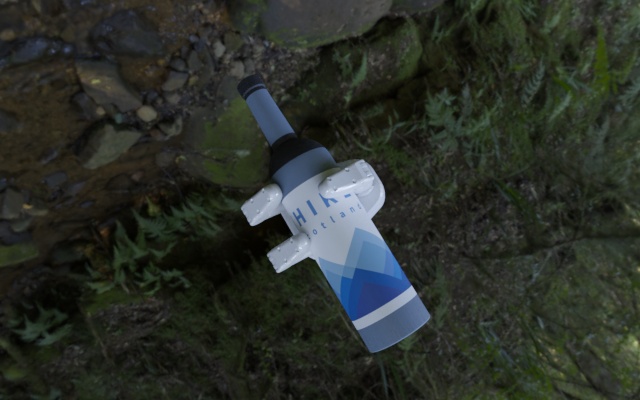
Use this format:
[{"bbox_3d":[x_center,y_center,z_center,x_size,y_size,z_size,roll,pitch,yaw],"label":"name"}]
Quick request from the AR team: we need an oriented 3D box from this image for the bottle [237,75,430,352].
[{"bbox_3d":[0.000,0.002,0.473,0.069,0.295,0.069,-30,-9,-5],"label":"bottle"}]
